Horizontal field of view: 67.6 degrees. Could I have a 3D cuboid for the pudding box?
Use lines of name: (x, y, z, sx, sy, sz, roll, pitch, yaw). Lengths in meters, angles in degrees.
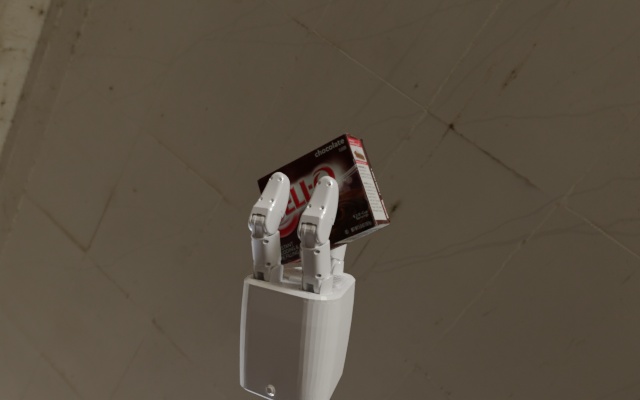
pudding box: (0.000, 0.002, 0.454, 0.113, 0.090, 0.039, -25, -15, 27)
